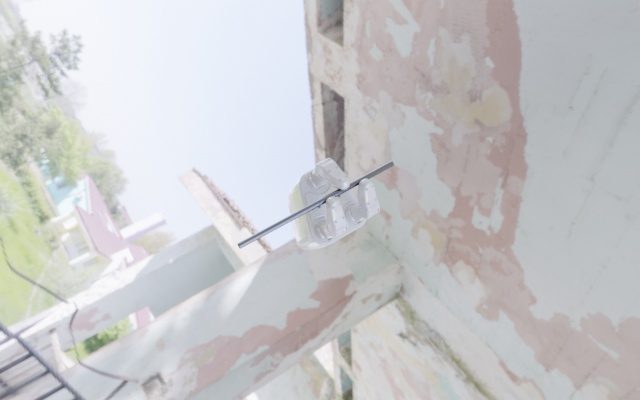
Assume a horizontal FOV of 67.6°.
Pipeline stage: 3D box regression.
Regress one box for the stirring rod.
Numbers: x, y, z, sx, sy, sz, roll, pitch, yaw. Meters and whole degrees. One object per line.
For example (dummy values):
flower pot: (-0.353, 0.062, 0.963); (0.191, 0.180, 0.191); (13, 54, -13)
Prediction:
stirring rod: (0.000, 0.002, 0.621); (0.239, 0.011, 0.011); (-28, 10, -20)
